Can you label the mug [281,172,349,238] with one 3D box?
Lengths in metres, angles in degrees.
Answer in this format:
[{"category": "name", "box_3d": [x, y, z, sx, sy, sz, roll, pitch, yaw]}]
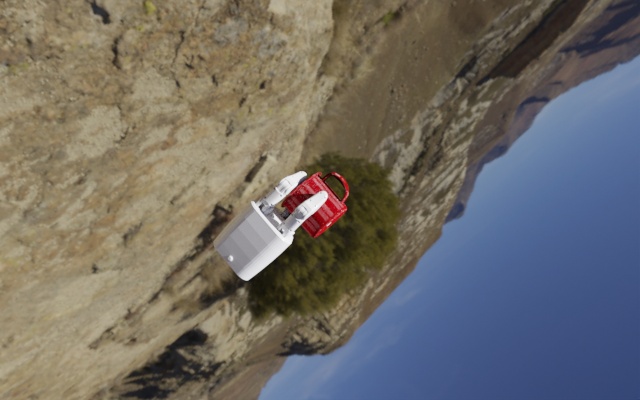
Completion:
[{"category": "mug", "box_3d": [0.001, 0.002, 0.834, 0.117, 0.081, 0.093, -43, -7, 14]}]
